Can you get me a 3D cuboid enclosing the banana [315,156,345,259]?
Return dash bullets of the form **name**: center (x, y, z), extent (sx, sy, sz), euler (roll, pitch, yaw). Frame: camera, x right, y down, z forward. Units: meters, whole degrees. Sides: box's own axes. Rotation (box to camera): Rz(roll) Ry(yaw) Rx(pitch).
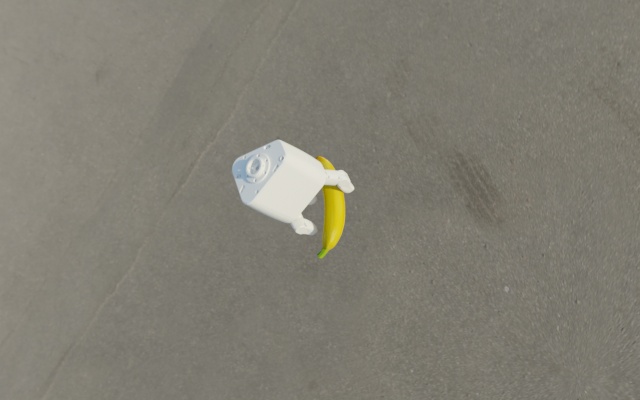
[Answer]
- **banana**: center (0.015, 0.002, 0.873), extent (0.069, 0.197, 0.037), euler (-15, -23, 37)
